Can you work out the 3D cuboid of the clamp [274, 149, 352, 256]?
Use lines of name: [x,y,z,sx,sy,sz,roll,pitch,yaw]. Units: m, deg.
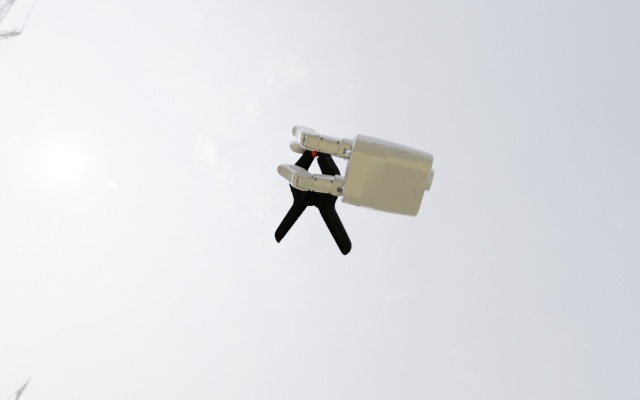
clamp: [0.000,0.002,0.694,0.120,0.171,0.039,14,25,6]
